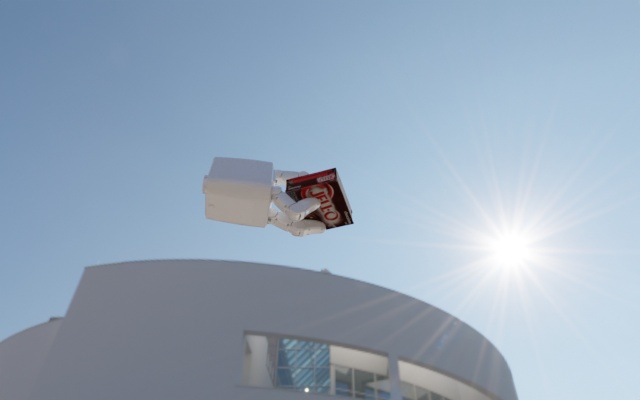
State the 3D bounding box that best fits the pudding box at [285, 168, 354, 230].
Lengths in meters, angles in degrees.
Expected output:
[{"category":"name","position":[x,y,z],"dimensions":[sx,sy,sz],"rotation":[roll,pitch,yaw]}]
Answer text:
[{"category":"pudding box","position":[0.000,0.003,0.819],"dimensions":[0.090,0.039,0.114],"rotation":[-13,-44,12]}]
